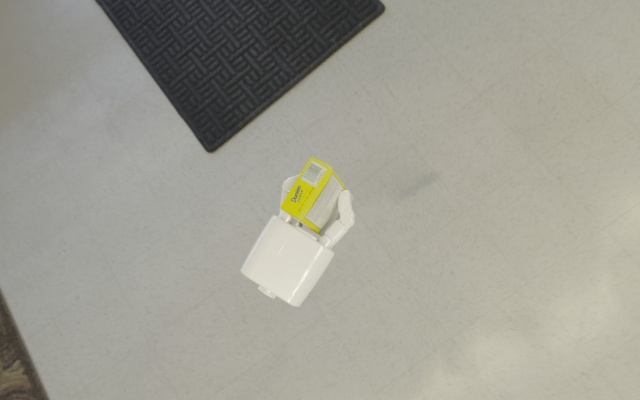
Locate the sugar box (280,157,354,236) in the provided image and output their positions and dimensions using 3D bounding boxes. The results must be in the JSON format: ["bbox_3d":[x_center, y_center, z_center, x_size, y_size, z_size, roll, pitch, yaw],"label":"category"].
[{"bbox_3d":[0.000,0.002,0.781,0.048,0.093,0.176,31,-5,17],"label":"sugar box"}]
